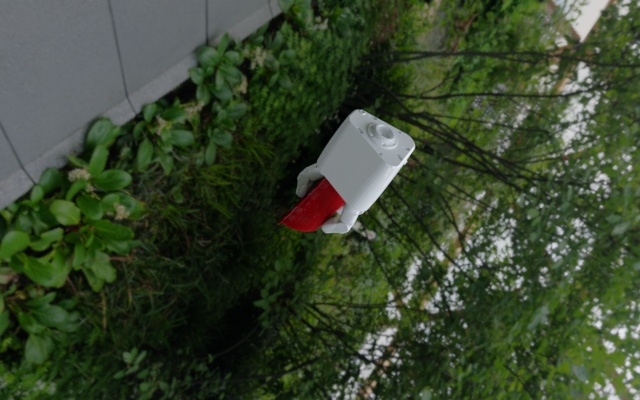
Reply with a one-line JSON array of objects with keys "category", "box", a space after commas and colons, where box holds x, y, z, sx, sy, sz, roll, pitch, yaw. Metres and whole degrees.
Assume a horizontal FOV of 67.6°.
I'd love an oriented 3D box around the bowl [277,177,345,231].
[{"category": "bowl", "box": [0.000, 0.003, 0.834, 0.162, 0.055, 0.162, -44, 3, 3]}]
